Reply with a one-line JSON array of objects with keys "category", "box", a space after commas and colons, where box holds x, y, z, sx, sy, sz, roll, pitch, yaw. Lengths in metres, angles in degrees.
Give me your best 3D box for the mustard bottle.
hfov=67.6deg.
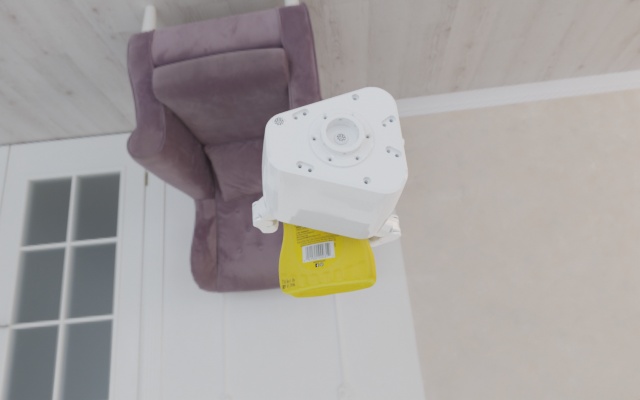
[{"category": "mustard bottle", "box": [0.000, 0.002, 0.509, 0.096, 0.191, 0.058, -12, -21, 16]}]
